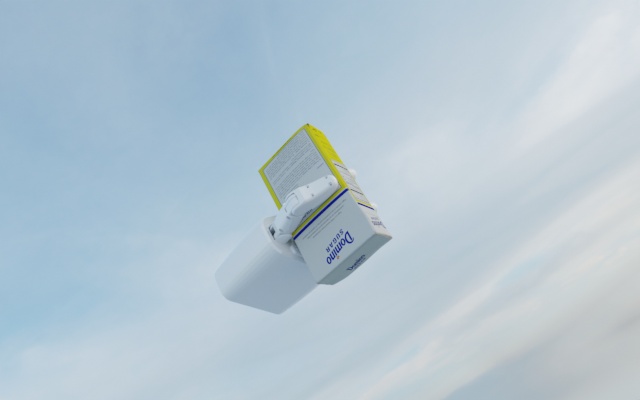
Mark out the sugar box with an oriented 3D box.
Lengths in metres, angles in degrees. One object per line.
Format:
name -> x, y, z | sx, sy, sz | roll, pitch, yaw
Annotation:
sugar box -> 0.000, 0.002, 0.562 | 0.093, 0.176, 0.048 | -43, -31, 21
